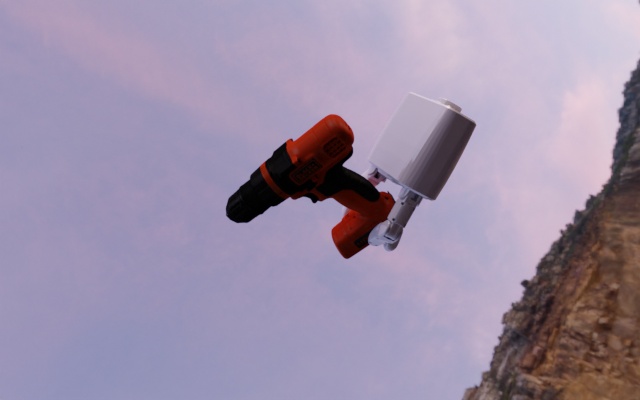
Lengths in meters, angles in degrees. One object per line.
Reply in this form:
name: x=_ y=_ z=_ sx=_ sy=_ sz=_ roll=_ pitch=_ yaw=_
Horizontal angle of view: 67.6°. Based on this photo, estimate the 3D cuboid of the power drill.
power drill: x=0.001 y=0.002 z=0.605 sx=0.184 sy=0.057 sz=0.188 roll=-36 pitch=-48 yaw=17
